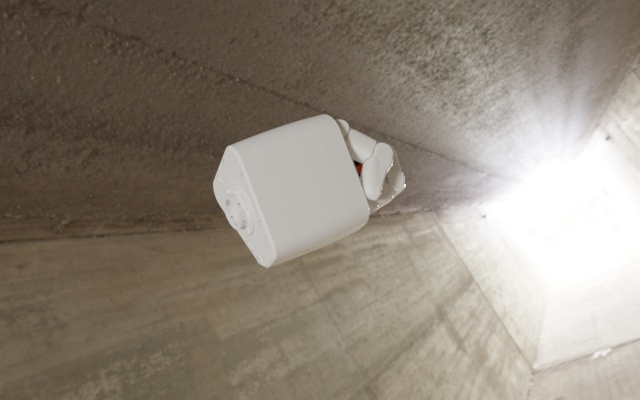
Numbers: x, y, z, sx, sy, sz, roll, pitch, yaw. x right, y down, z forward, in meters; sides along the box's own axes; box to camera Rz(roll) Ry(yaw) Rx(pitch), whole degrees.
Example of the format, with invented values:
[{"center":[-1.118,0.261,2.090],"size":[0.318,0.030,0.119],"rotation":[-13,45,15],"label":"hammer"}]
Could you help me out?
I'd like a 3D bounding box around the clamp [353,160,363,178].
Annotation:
[{"center":[0.001,0.002,0.555],"size":[0.120,0.039,0.171],"rotation":[-21,-16,-30],"label":"clamp"}]
